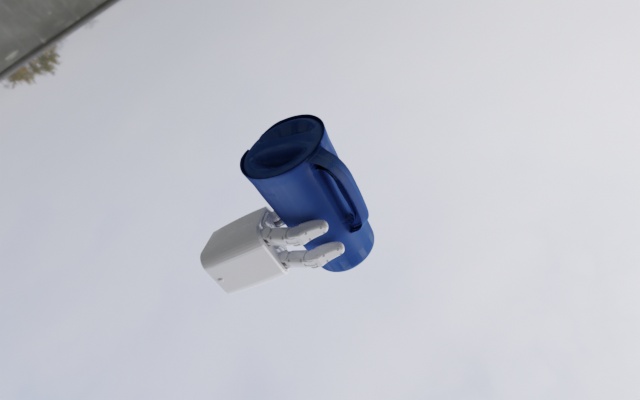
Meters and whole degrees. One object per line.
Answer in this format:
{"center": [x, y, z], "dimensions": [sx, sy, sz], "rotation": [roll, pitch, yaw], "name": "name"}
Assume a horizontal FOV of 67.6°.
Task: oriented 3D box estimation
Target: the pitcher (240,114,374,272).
{"center": [0.000, 0.002, 0.724], "dimensions": [0.145, 0.243, 0.149], "rotation": [-23, 38, 12], "name": "pitcher"}
